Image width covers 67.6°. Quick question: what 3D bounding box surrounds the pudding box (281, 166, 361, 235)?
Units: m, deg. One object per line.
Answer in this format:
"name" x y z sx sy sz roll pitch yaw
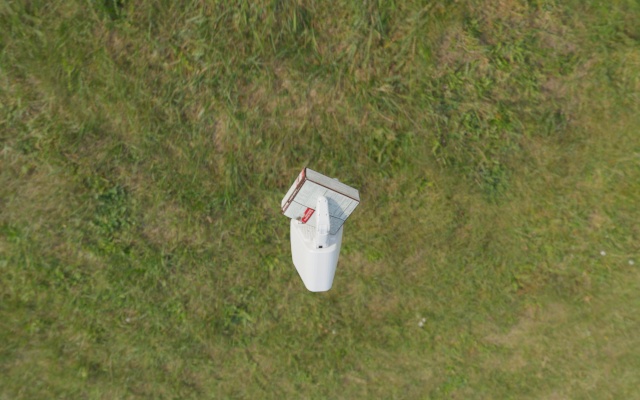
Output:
"pudding box" 0.000 0.003 0.834 0.113 0.090 0.039 22 32 -22
